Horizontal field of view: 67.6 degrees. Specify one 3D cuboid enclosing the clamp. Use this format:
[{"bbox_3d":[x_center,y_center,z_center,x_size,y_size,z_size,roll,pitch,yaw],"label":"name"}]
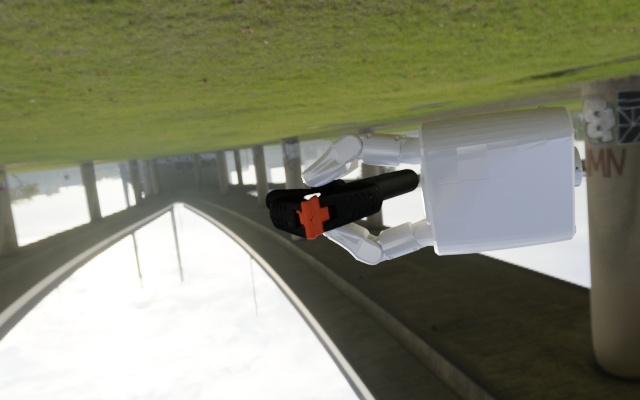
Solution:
[{"bbox_3d":[0.000,0.002,0.430,0.164,0.036,0.210,-9,6,16],"label":"clamp"}]
